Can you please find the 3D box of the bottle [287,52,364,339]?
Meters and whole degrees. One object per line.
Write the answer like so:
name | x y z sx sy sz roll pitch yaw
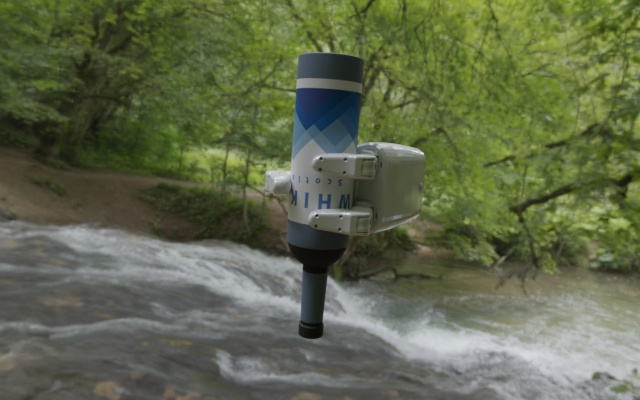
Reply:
bottle | 0.000 0.001 0.502 0.069 0.296 0.069 4 9 -1
